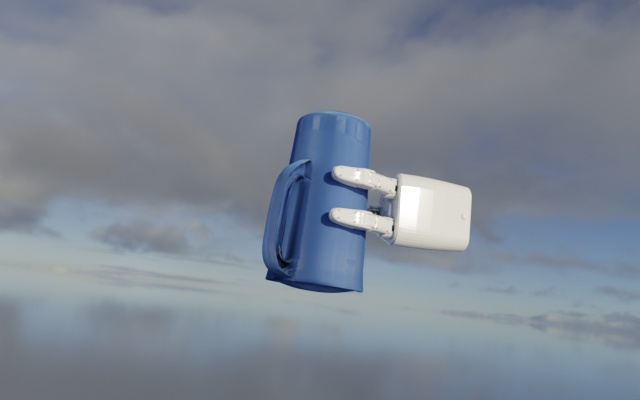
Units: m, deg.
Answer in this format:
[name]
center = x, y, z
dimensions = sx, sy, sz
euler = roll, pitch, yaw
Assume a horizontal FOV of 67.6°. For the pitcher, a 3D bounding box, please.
[pitcher]
center = 0.000, 0.002, 0.657
dimensions = 0.145, 0.242, 0.149
euler = 9, -12, -8
